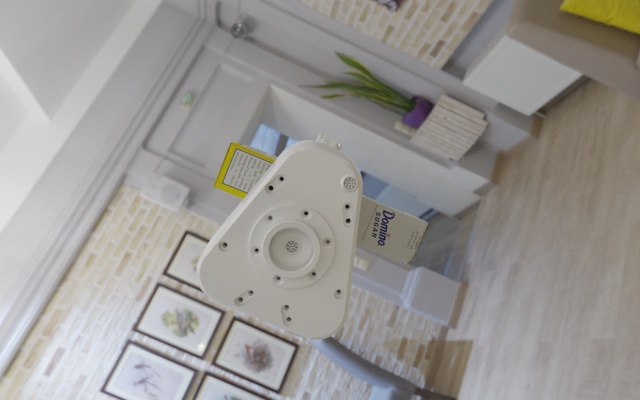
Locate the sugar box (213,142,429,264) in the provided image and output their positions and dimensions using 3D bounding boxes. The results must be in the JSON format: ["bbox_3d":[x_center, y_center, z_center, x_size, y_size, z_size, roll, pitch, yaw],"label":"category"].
[{"bbox_3d":[0.000,0.002,0.430,0.176,0.048,0.093,24,3,-3],"label":"sugar box"}]
